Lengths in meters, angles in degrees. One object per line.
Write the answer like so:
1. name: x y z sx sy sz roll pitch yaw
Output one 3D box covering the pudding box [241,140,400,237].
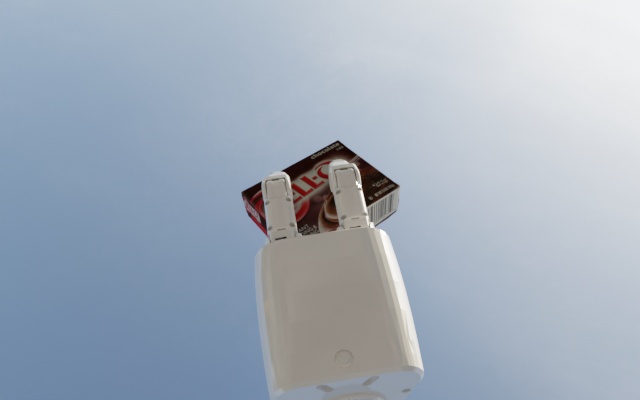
1. pudding box: 0.000 0.002 0.428 0.113 0.039 0.090 -29 49 -23
